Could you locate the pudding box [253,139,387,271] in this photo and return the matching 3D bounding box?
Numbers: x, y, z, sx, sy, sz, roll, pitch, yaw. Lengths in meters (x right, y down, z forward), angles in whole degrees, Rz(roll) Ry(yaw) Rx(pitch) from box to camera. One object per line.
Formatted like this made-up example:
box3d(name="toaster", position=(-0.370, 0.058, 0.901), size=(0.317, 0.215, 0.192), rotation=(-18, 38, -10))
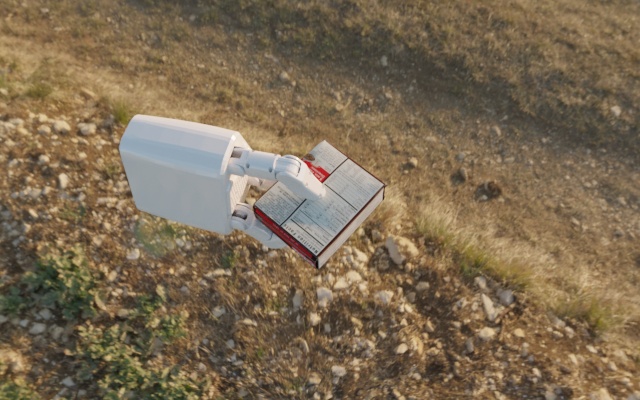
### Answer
box3d(name="pudding box", position=(0.000, 0.002, 0.497), size=(0.090, 0.113, 0.039), rotation=(39, -19, 17))
